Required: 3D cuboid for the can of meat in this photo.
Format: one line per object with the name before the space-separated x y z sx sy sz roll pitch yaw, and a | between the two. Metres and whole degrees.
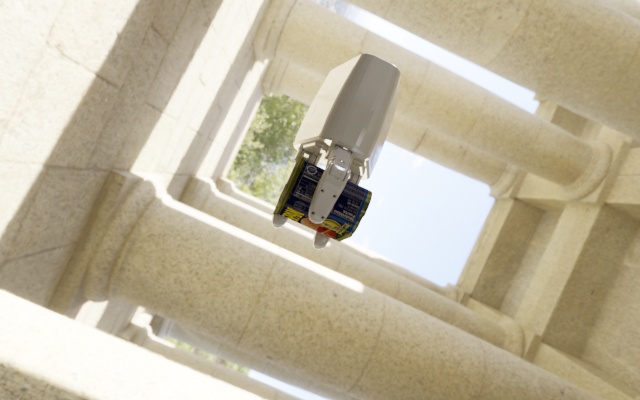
can of meat | 0.000 0.002 0.512 0.084 0.057 0.102 24 -12 -5
